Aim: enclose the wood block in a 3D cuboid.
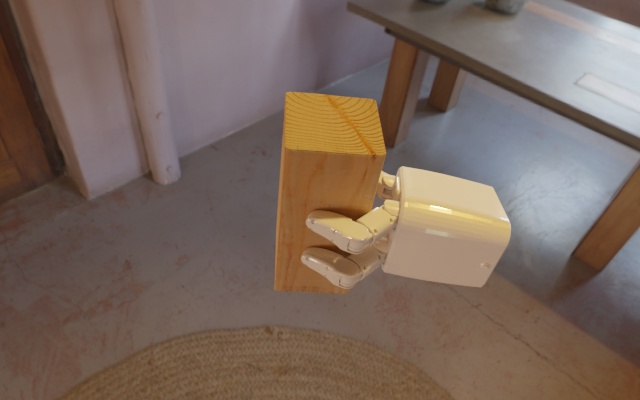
[{"bbox_3d":[0.000,0.001,0.503,0.090,0.206,0.090,4,44,-6],"label":"wood block"}]
